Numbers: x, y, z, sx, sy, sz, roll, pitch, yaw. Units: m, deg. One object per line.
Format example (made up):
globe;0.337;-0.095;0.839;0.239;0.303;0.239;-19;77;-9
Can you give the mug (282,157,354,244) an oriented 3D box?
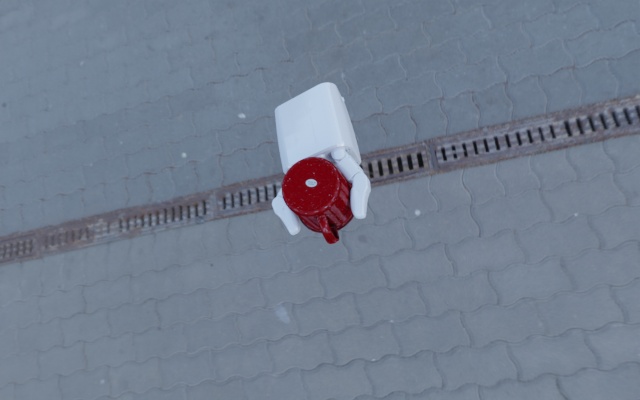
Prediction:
mug;0.000;0.003;0.642;0.093;0.117;0.081;-17;-20;12
